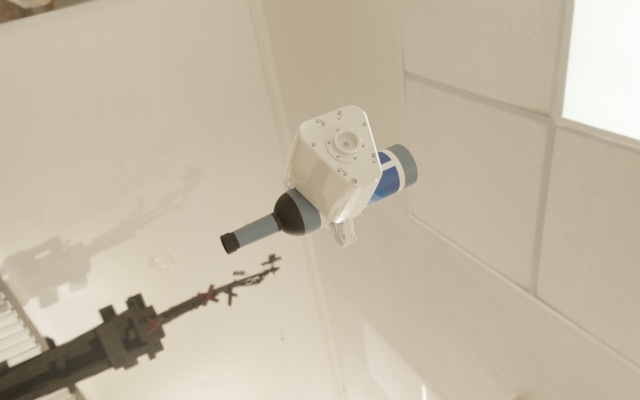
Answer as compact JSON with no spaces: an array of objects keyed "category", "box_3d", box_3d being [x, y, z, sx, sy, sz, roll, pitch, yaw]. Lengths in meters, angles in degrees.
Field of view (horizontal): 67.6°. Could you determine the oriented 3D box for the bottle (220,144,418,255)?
[{"category":"bottle","box_3d":[0.000,0.002,0.673,0.295,0.069,0.069,-24,8,-20]}]
